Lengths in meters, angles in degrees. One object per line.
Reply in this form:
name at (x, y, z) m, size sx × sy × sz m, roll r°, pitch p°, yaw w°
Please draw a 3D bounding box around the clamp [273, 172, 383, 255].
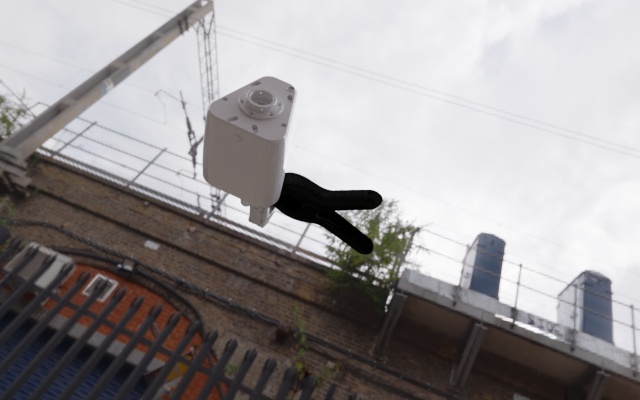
clamp at (0.000, 0.002, 0.601) m, size 0.171 × 0.039 × 0.120 m, roll 24°, pitch -40°, yaw 5°
